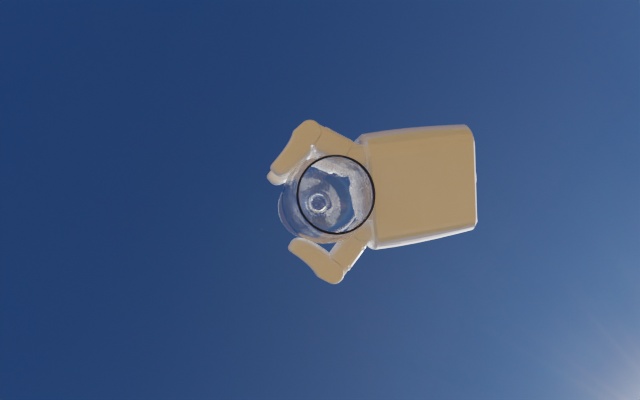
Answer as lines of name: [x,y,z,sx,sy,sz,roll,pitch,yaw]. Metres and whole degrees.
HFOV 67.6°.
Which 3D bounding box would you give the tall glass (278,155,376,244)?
tall glass: [0.000,0.002,0.462,0.079,0.079,0.201,0,-3,-7]
